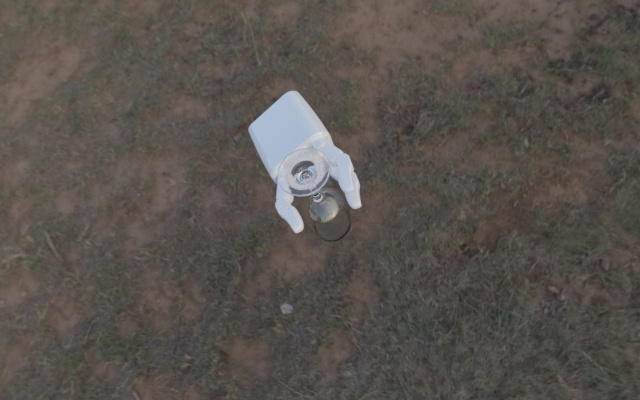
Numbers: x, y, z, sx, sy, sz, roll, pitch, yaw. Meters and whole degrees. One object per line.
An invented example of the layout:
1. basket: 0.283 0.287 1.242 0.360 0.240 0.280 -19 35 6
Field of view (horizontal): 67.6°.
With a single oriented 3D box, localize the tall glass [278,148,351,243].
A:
1. tall glass: 0.000 0.002 0.731 0.079 0.079 0.201 0 -25 15
